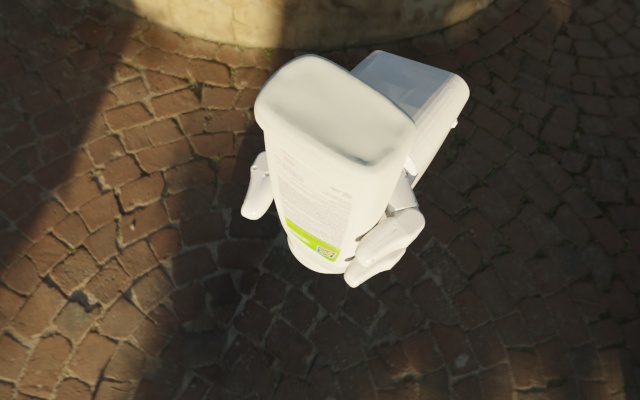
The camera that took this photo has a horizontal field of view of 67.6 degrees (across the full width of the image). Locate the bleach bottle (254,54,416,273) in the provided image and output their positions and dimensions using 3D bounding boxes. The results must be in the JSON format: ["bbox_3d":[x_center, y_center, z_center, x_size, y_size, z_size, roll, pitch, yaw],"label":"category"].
[{"bbox_3d":[0.000,0.001,0.401,0.102,0.068,0.251,35,-24,11],"label":"bleach bottle"}]
